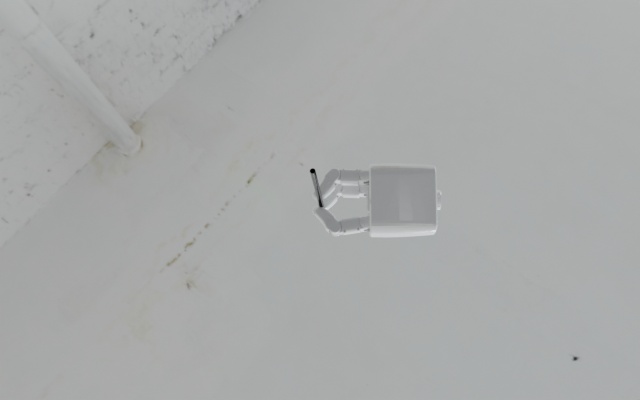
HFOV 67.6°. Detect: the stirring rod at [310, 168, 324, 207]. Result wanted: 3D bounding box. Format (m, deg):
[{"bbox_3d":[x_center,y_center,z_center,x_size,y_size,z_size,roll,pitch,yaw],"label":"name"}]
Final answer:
[{"bbox_3d":[0.000,0.003,0.767,0.011,0.011,0.240,0,-21,6],"label":"stirring rod"}]
